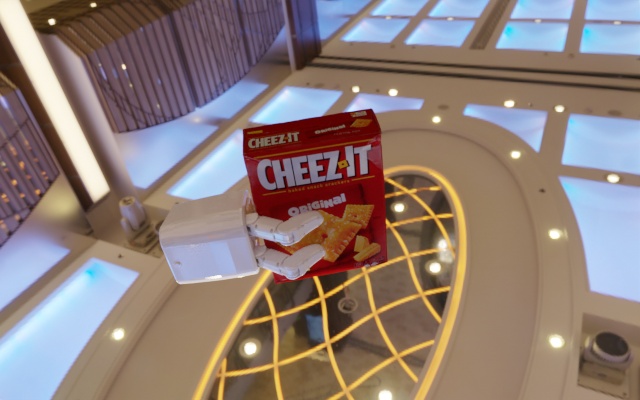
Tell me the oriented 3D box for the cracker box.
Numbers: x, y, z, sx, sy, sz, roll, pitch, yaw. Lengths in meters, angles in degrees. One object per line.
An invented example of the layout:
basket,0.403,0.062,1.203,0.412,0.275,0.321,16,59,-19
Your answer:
cracker box,0.000,0.002,0.622,0.164,0.214,0.072,-10,37,-2
